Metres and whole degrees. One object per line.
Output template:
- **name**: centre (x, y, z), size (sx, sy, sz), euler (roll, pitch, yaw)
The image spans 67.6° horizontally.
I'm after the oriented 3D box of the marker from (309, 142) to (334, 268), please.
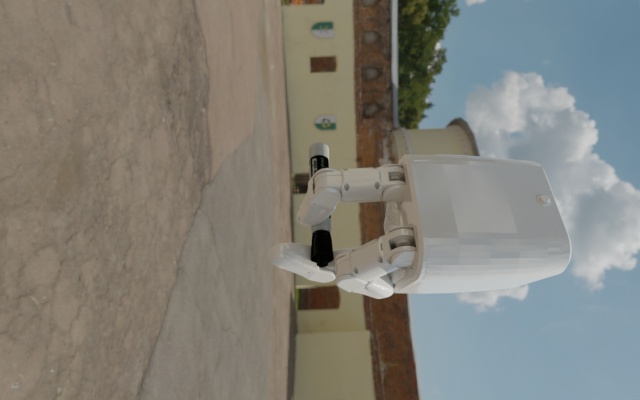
- **marker**: centre (0.000, 0.001, 0.412), size (0.020, 0.121, 0.020), euler (-1, -34, -1)
